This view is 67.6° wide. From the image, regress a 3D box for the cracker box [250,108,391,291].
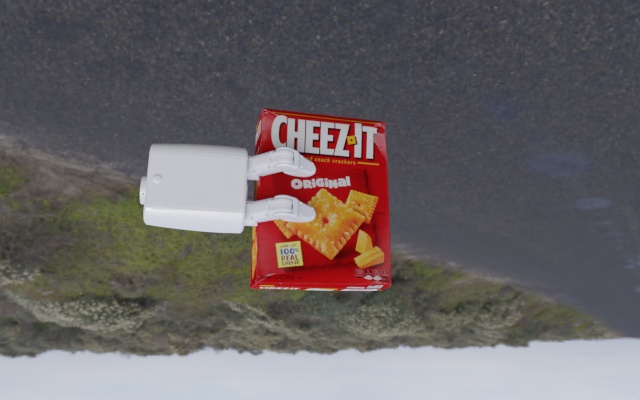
[{"bbox_3d":[0.000,0.002,0.593,0.164,0.213,0.072,4,-16,-14],"label":"cracker box"}]
